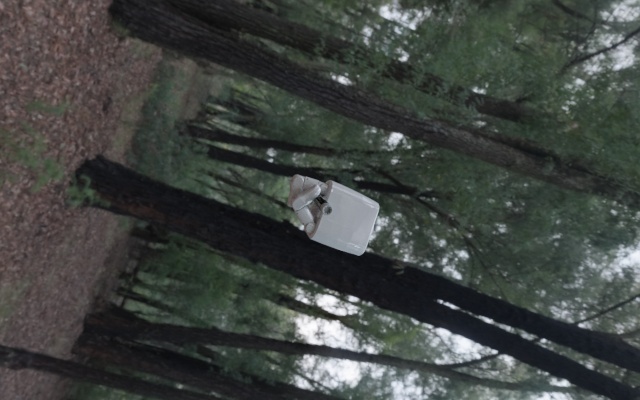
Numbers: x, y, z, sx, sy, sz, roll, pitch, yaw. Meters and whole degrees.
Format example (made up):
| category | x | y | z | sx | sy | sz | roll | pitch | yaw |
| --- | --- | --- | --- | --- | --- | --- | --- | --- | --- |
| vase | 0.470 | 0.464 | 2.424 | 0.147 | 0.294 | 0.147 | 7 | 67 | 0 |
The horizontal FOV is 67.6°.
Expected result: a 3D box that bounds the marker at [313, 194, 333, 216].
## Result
| category | x | y | z | sx | sy | sz | roll | pitch | yaw |
| --- | --- | --- | --- | --- | --- | --- | --- | --- | --- |
| marker | 0.000 | 0.003 | 0.844 | 0.020 | 0.020 | 0.121 | 0 | 13 | -11 |
